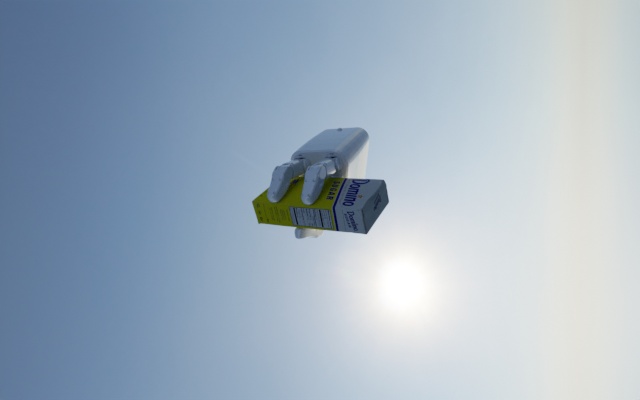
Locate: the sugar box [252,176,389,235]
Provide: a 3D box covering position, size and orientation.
[{"bbox_3d":[0.000,0.002,0.690,0.176,0.048,0.093,1,29,29],"label":"sugar box"}]
